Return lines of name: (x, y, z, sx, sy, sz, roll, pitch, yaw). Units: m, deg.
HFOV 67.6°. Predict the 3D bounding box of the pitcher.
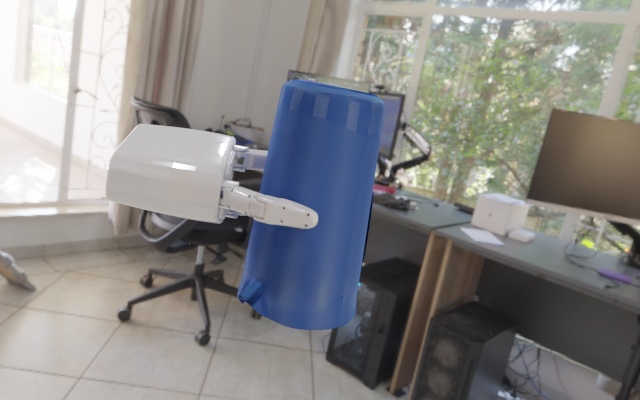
pitcher: (0.000, 0.002, 0.518, 0.145, 0.243, 0.149, 10, 12, -5)
